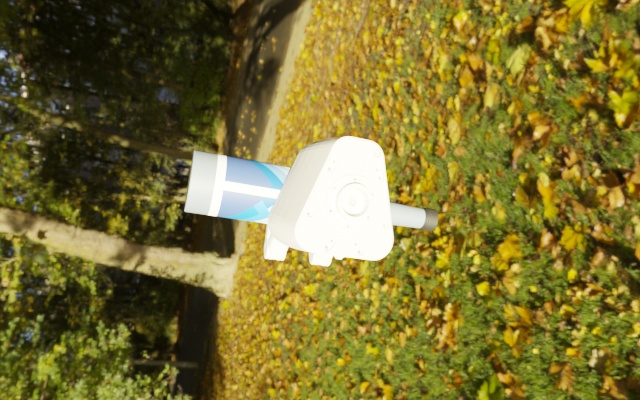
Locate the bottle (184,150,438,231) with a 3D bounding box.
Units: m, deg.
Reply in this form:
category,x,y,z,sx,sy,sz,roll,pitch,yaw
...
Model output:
category,x,y,z,sx,sy,sz,roll,pitch,yaw
bottle,0.000,0.002,0.548,0.296,0.069,0.069,9,-3,-17
